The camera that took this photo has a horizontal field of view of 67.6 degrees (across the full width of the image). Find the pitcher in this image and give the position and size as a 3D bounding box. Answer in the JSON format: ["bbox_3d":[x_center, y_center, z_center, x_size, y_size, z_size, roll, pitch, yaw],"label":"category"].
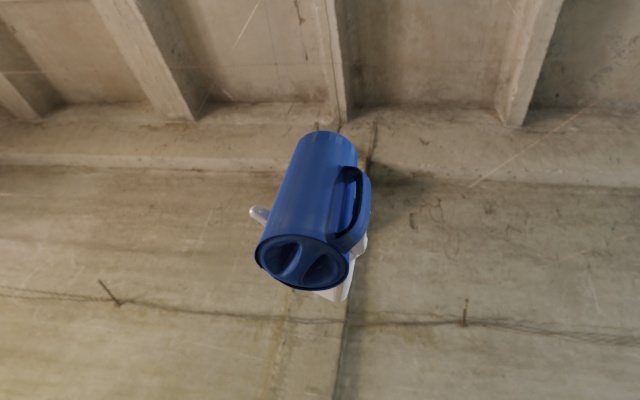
[{"bbox_3d":[0.000,0.003,0.729,0.149,0.242,0.145,9,-41,4],"label":"pitcher"}]
